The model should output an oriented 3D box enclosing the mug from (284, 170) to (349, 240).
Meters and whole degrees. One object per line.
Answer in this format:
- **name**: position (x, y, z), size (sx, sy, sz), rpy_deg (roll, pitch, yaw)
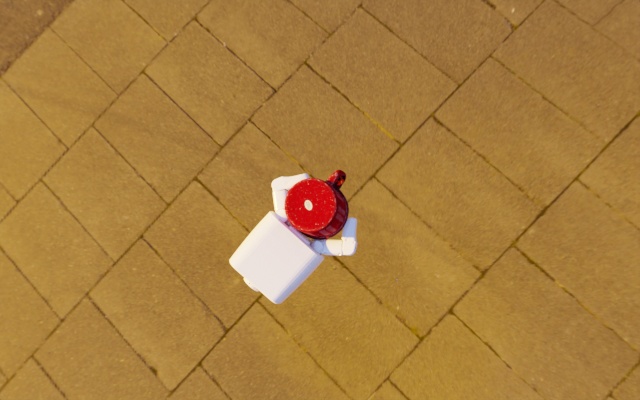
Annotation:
- **mug**: position (0.001, 0.001, 0.730), size (0.093, 0.117, 0.081), rpy_deg (40, 1, 13)
